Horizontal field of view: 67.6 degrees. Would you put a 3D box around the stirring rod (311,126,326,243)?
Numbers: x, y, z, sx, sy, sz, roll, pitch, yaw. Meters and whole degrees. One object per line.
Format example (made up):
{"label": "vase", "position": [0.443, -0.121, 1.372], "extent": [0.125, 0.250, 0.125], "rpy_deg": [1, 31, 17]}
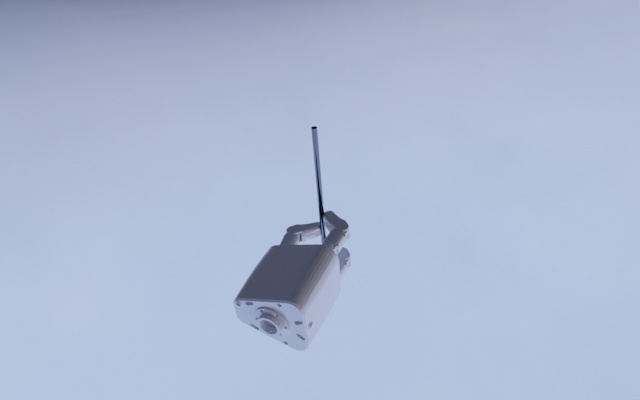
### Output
{"label": "stirring rod", "position": [0.000, 0.002, 0.693], "extent": [0.011, 0.240, 0.011], "rpy_deg": [-3, 36, 2]}
